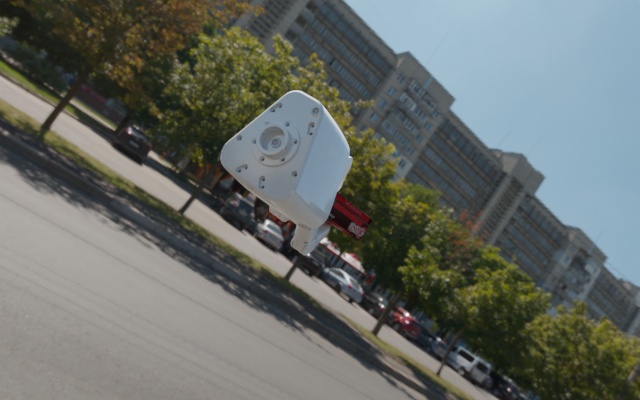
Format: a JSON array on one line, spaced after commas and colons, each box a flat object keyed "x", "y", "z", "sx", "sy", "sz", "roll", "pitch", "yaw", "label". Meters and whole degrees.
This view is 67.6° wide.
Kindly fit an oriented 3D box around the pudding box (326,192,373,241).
[{"x": 0.000, "y": 0.002, "z": 0.615, "sx": 0.090, "sy": 0.039, "sz": 0.113, "roll": 38, "pitch": -4, "yaw": -41, "label": "pudding box"}]
